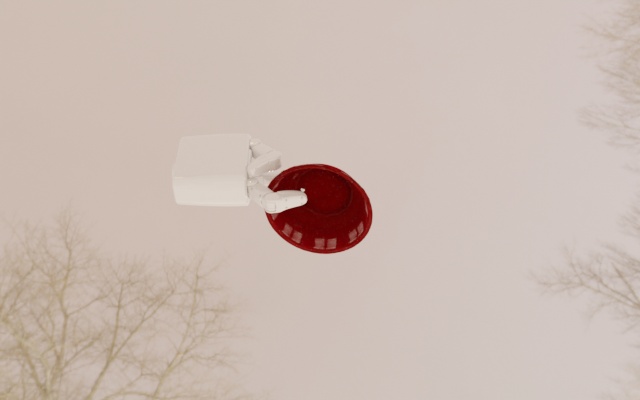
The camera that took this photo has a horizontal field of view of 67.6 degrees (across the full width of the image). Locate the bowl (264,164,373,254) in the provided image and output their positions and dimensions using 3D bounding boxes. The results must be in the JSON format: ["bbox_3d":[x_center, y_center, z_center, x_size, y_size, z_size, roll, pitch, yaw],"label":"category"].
[{"bbox_3d":[0.001,0.002,0.713,0.162,0.162,0.055,0,35,13],"label":"bowl"}]
